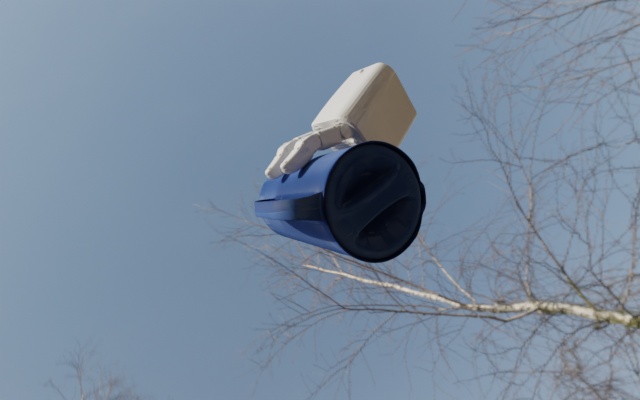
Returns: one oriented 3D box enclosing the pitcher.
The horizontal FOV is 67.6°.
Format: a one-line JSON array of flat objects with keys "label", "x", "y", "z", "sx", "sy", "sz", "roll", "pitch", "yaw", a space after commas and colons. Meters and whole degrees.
[{"label": "pitcher", "x": 0.000, "y": 0.002, "z": 0.615, "sx": 0.149, "sy": 0.145, "sz": 0.243, "roll": 42, "pitch": -18, "yaw": -21}]
